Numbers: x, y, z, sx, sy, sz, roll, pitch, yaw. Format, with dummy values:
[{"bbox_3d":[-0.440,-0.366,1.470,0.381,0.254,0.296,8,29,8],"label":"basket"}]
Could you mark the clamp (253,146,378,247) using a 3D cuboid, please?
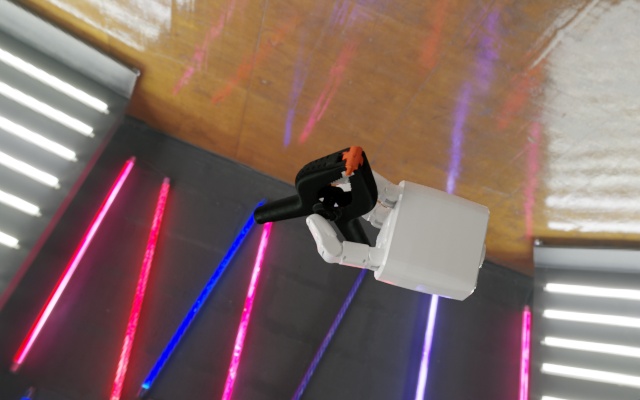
[{"bbox_3d":[0.000,0.002,0.563,0.164,0.036,0.210,15,-30,0],"label":"clamp"}]
